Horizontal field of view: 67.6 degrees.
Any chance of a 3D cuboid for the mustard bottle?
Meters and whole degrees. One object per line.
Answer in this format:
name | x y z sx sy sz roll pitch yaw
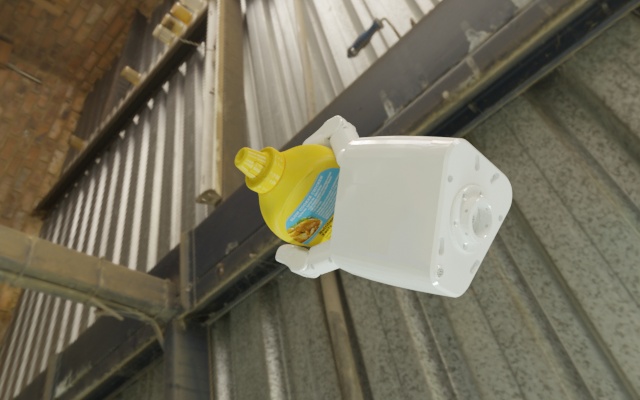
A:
mustard bottle | 0.000 0.002 0.458 0.192 0.096 0.058 30 11 -36
